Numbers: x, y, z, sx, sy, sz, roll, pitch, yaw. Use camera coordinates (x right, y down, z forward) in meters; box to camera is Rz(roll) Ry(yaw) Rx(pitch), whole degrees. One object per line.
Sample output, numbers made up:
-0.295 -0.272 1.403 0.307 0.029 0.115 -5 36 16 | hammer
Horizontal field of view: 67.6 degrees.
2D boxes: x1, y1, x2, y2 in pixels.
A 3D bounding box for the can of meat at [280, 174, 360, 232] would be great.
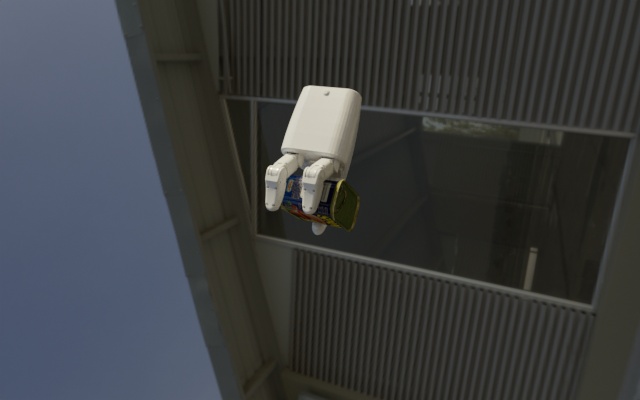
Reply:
0.000 0.002 0.679 0.084 0.057 0.102 10 -12 22 | can of meat
